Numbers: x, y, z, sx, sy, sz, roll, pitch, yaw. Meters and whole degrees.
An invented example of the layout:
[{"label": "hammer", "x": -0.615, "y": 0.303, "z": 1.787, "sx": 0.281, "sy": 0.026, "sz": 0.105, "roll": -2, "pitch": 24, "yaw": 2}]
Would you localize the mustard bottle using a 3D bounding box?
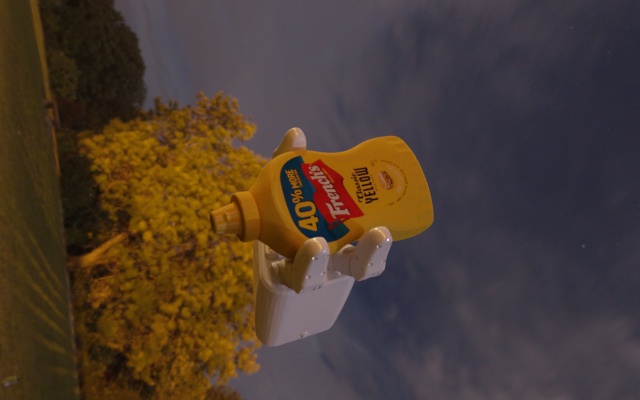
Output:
[{"label": "mustard bottle", "x": 0.000, "y": 0.001, "z": 0.415, "sx": 0.191, "sy": 0.096, "sz": 0.058, "roll": -11, "pitch": -16, "yaw": -24}]
